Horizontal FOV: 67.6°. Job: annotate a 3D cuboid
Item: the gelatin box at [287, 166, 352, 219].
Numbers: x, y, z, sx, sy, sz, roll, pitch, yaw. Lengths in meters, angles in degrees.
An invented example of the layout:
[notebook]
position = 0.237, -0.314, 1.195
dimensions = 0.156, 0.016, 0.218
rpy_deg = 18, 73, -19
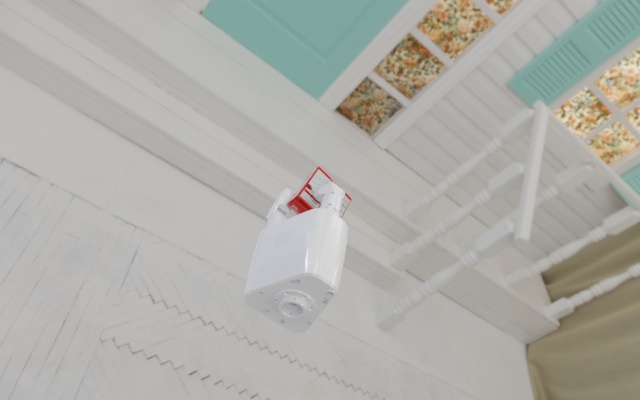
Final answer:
[gelatin box]
position = 0.001, 0.002, 0.695
dimensions = 0.030, 0.073, 0.089
rpy_deg = -39, 12, 37
